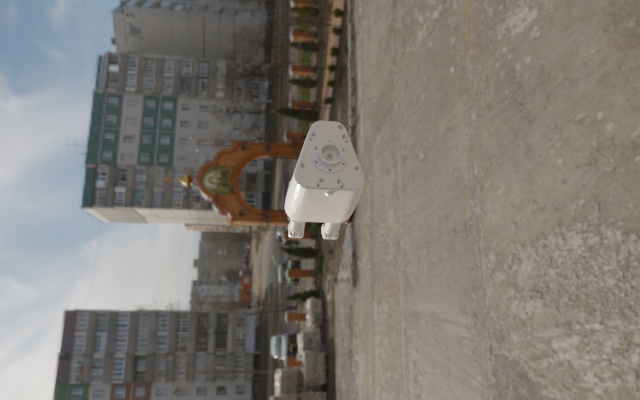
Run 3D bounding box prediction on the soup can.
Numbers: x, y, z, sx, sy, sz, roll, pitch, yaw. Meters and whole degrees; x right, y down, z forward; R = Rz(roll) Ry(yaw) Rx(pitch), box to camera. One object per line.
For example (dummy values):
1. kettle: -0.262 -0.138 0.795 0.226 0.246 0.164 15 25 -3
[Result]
1. soup can: 0.000 0.003 0.770 0.102 0.068 0.068 2 0 -8
